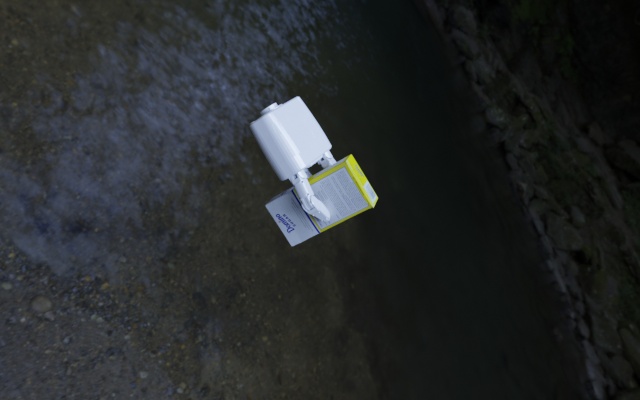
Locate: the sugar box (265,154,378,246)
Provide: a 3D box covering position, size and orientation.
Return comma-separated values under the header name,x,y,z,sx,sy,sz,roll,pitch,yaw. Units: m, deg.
name,x,y,z,sx,sy,sz,roll,pitch,yaw
sugar box,0.000,0.002,0.829,0.176,0.093,0.048,-26,12,28
